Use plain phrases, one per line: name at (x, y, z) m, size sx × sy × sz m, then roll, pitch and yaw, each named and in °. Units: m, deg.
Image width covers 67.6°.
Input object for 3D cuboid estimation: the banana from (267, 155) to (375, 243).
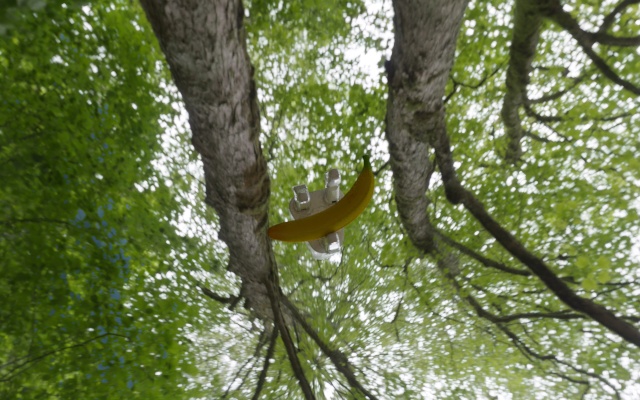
banana at (0.014, 0.015, 0.729) m, size 0.198 × 0.069 × 0.037 m, roll -38°, pitch -6°, yaw -10°
